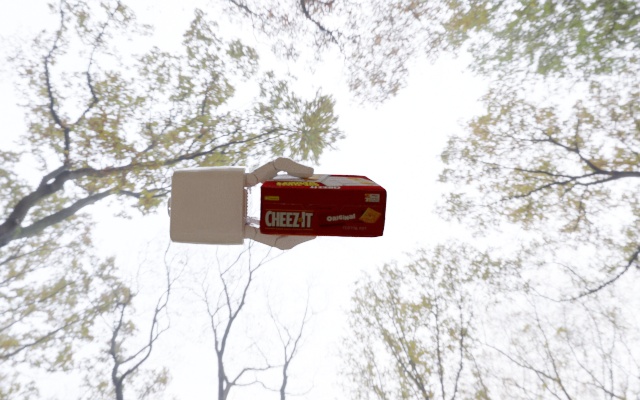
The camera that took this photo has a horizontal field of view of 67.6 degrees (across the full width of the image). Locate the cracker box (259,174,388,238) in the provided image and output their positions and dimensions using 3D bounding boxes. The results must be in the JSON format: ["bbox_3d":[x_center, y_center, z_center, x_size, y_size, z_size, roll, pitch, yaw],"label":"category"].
[{"bbox_3d":[0.000,0.002,0.711,0.164,0.072,0.213,1,8,-2],"label":"cracker box"}]
